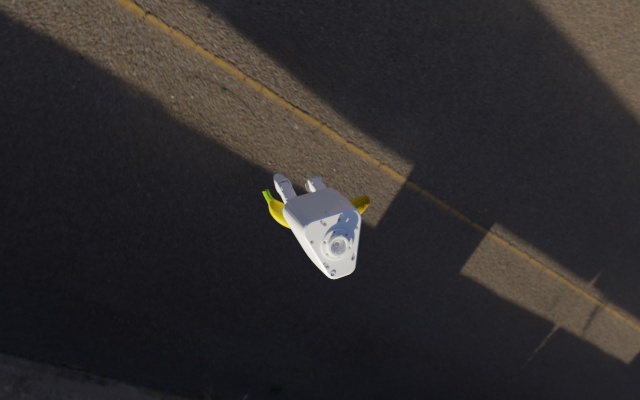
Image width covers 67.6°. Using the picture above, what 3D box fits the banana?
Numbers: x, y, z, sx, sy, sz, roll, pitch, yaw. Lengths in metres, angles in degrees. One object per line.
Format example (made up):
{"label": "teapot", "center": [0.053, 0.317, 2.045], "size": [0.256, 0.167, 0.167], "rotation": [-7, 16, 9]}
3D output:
{"label": "banana", "center": [-0.005, 0.021, 0.848], "size": [0.198, 0.069, 0.037], "rotation": [4, 6, -16]}
